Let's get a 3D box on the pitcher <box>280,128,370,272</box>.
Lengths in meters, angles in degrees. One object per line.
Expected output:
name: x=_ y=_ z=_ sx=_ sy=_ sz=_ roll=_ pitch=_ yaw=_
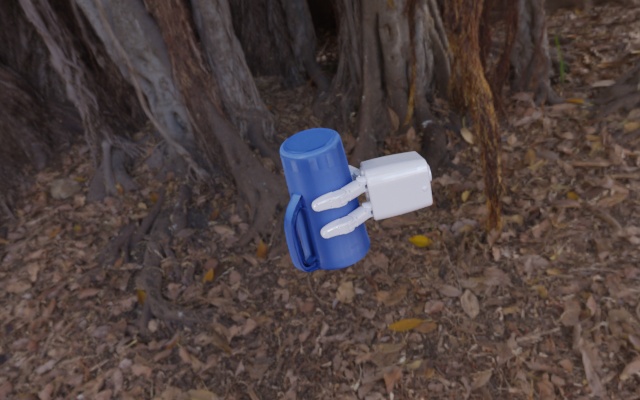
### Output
pitcher: x=0.000 y=0.003 z=0.866 sx=0.145 sy=0.243 sz=0.149 roll=-13 pitch=31 yaw=3
